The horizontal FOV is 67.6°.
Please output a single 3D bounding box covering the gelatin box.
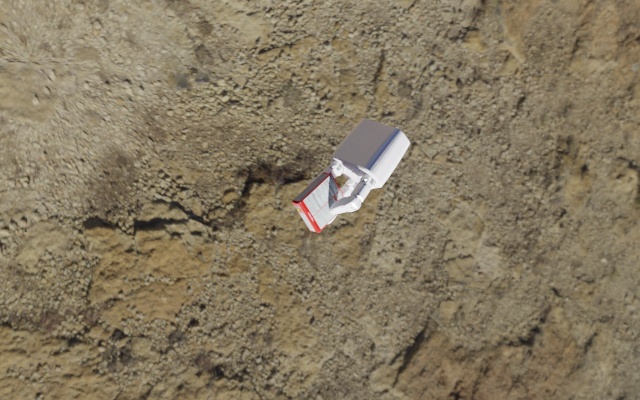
[{"bbox_3d":[0.000,0.003,0.878,0.089,0.073,0.030,-44,30,-25],"label":"gelatin box"}]
